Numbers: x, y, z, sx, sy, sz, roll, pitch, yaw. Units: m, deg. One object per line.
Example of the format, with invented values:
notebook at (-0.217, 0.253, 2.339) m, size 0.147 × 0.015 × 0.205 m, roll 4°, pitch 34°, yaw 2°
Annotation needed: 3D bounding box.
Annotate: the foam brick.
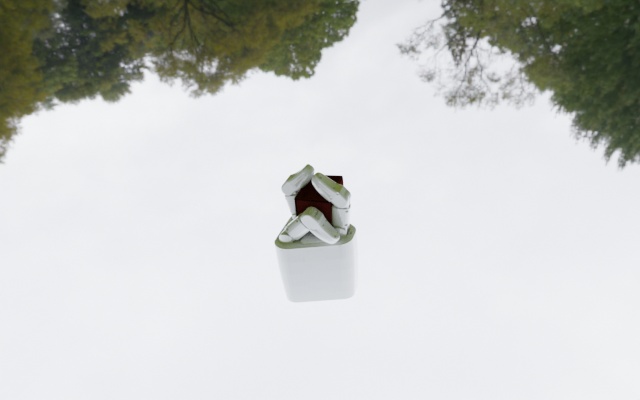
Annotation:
foam brick at (0.000, 0.002, 0.694) m, size 0.053 × 0.051 × 0.078 m, roll 4°, pitch 31°, yaw 18°
